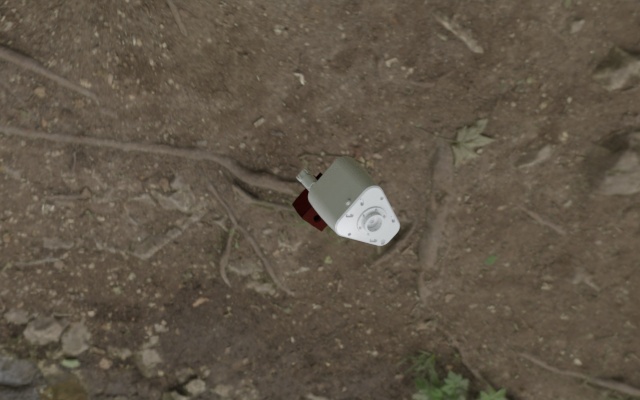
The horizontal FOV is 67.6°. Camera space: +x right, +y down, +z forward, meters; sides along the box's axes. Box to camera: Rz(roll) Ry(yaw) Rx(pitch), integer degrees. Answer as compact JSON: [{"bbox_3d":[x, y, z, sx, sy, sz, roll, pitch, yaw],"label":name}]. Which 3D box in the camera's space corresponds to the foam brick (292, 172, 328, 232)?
[{"bbox_3d":[0.000,0.003,0.815,0.053,0.078,0.051,36,9,-35],"label":"foam brick"}]
